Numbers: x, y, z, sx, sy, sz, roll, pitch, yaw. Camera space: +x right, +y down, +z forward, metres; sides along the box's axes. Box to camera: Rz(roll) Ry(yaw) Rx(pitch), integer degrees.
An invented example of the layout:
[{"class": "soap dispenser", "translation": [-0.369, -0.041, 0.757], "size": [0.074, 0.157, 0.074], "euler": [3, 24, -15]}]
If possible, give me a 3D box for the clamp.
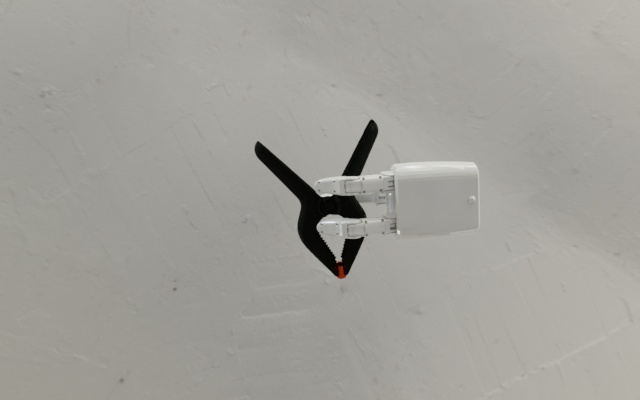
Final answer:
[{"class": "clamp", "translation": [0.000, 0.003, 0.642], "size": [0.164, 0.210, 0.036], "euler": [-4, 8, 2]}]
